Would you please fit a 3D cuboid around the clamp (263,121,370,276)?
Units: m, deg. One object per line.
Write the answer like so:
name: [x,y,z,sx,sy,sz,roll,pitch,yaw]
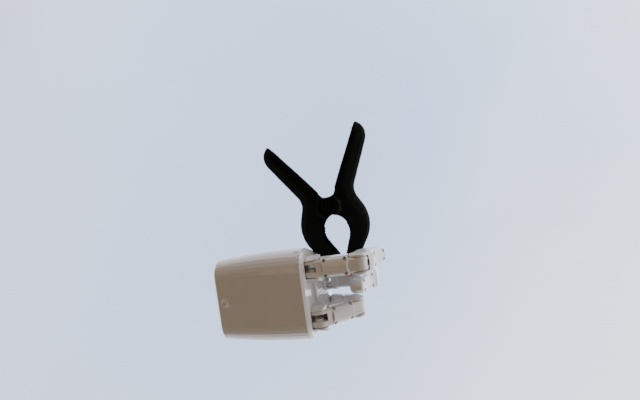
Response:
clamp: [0.000,0.002,0.549,0.120,0.171,0.039,-7,-2,16]
